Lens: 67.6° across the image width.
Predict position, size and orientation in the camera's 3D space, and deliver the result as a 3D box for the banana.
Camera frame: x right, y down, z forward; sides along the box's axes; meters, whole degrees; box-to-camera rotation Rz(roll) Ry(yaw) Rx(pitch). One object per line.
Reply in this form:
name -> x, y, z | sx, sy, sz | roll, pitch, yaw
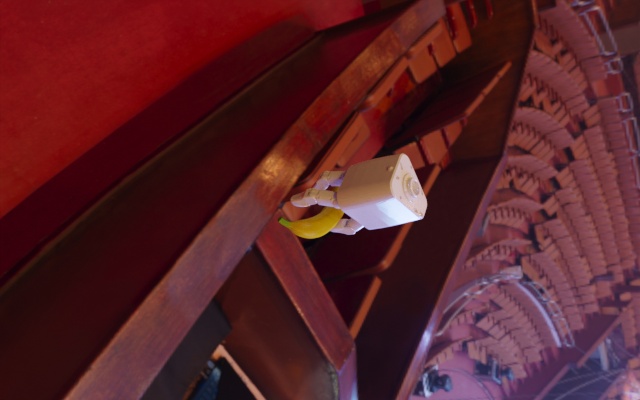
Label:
banana -> 0.007, 0.021, 0.875 | 0.037, 0.069, 0.197 | -22, 8, 41
